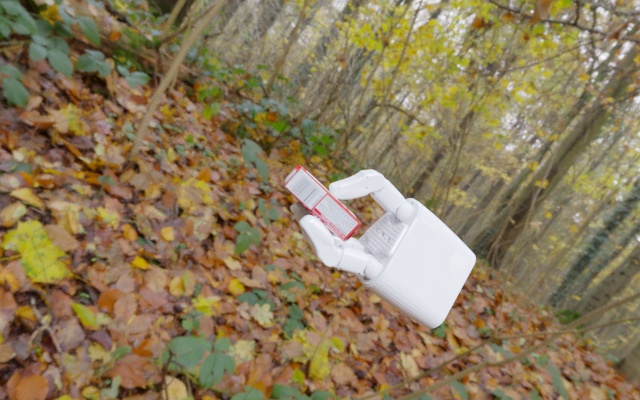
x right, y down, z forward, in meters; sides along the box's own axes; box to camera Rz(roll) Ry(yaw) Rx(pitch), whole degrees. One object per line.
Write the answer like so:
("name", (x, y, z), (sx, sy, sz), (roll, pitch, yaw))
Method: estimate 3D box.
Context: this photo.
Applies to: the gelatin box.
("gelatin box", (0.000, 0.001, 0.524), (0.089, 0.030, 0.073), (43, 2, -8))
